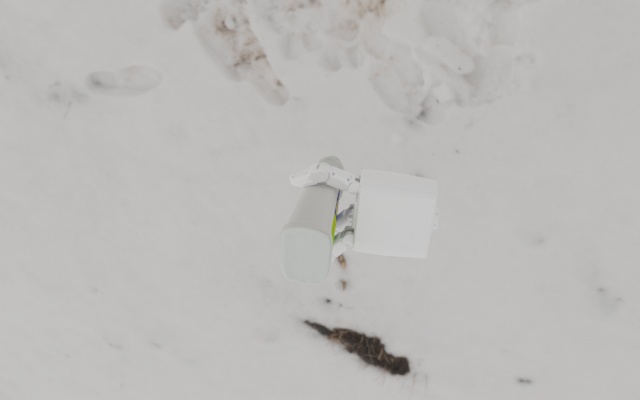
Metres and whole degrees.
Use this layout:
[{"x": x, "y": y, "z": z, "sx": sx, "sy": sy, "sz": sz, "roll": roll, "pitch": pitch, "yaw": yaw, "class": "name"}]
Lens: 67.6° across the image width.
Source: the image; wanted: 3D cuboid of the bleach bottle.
[{"x": 0.000, "y": 0.002, "z": 0.707, "sx": 0.068, "sy": 0.103, "sz": 0.250, "roll": 8, "pitch": 37, "yaw": 6, "class": "bleach bottle"}]
